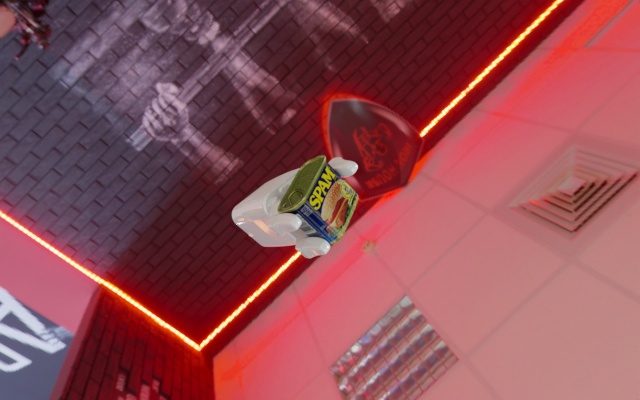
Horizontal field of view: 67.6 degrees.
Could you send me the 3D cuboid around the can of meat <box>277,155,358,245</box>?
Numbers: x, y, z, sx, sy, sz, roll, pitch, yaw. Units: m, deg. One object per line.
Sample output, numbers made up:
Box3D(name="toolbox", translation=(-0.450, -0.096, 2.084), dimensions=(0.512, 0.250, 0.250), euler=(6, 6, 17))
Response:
Box3D(name="can of meat", translation=(0.000, 0.002, 0.673), dimensions=(0.057, 0.102, 0.084), euler=(-18, -55, 45))
